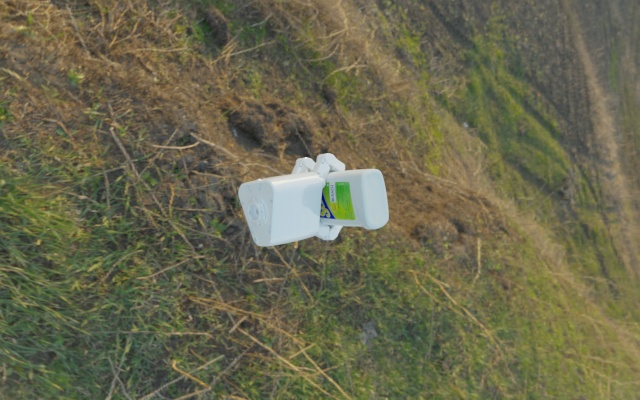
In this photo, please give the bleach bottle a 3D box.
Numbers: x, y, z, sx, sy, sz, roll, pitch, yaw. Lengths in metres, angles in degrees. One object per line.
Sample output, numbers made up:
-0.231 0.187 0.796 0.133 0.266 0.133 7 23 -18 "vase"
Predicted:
0.000 0.003 0.866 0.251 0.102 0.068 -5 5 43 "bleach bottle"
